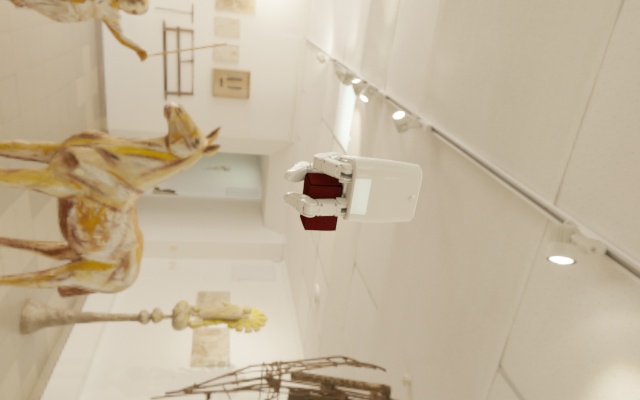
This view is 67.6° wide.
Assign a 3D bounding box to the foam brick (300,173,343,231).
[{"bbox_3d":[0.000,0.003,0.739,0.051,0.078,0.053,2,24,-12],"label":"foam brick"}]
